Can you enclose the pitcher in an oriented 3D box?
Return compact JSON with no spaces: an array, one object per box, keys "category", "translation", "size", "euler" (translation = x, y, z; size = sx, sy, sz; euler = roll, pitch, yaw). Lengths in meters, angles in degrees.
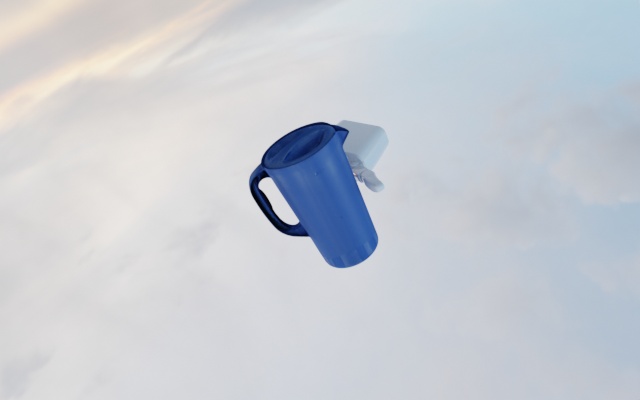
[{"category":"pitcher","translation":[0.000,0.003,0.819],"size":[0.149,0.243,0.145],"euler":[-2,38,38]}]
